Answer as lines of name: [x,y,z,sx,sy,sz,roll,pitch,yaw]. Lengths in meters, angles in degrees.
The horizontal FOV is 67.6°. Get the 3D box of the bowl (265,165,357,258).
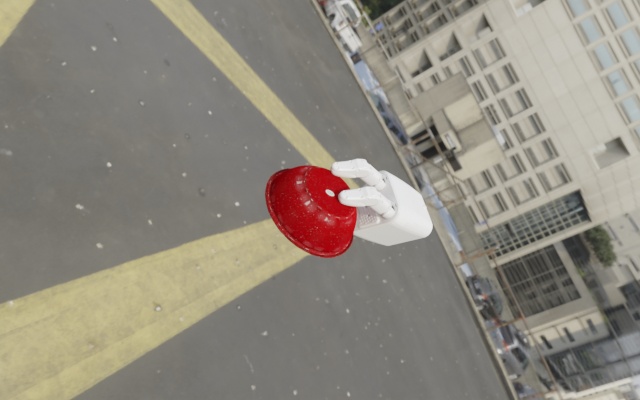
bowl: [-0.001,0.002,0.711,0.162,0.162,0.055,0,-34,-42]
